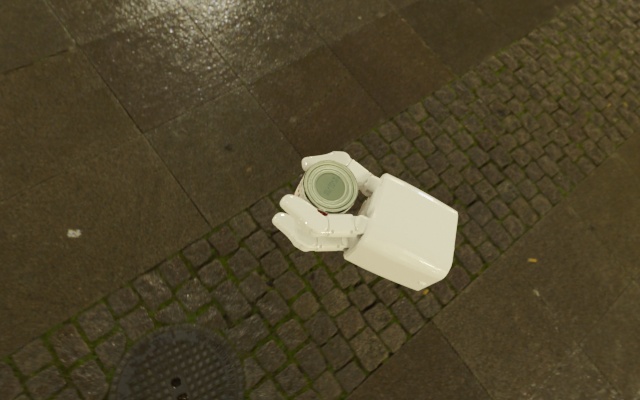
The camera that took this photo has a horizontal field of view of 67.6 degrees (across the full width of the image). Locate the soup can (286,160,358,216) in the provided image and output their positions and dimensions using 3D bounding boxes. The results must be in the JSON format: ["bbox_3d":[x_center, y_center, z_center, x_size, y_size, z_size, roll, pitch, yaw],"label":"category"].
[{"bbox_3d":[0.000,0.001,0.589,0.068,0.068,0.102,0,-22,-15],"label":"soup can"}]
